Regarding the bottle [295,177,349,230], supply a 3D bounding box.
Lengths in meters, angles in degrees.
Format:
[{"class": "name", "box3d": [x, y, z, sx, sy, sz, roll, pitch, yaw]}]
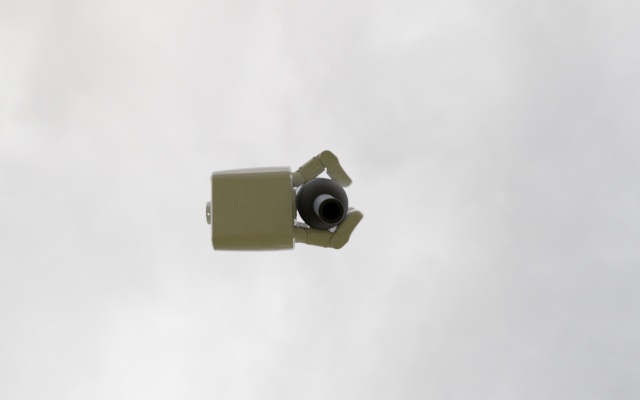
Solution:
[{"class": "bottle", "box3d": [0.000, 0.002, 0.644, 0.069, 0.069, 0.295, 0, 4, -4]}]
